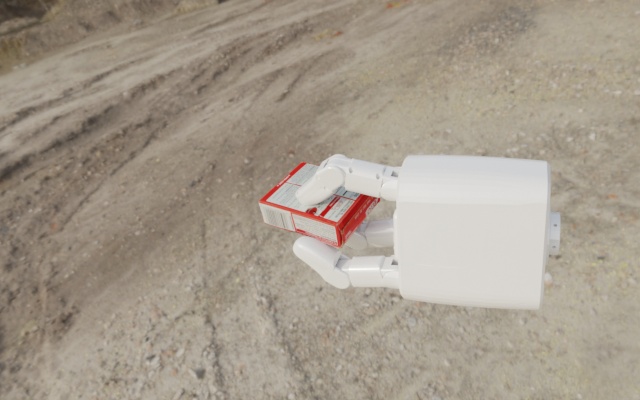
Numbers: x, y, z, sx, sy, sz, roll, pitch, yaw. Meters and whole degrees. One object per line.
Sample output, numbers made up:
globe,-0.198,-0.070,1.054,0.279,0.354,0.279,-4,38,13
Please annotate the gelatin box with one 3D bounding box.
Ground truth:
gelatin box,0.000,0.001,0.444,0.089,0.030,0.073,15,43,29
